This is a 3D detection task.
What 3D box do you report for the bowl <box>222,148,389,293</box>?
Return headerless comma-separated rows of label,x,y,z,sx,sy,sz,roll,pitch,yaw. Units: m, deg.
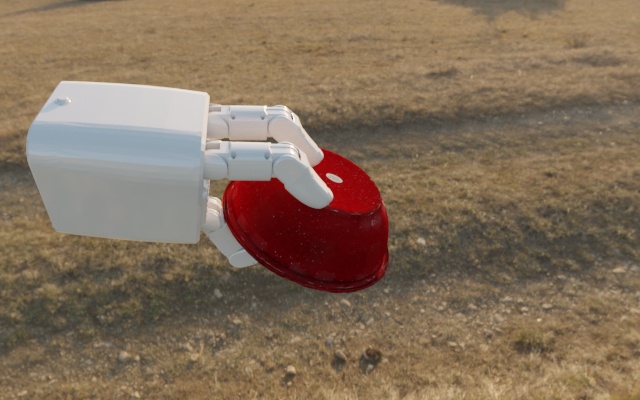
bowl,0.001,0.001,0.418,0.162,0.055,0.162,20,33,-14
